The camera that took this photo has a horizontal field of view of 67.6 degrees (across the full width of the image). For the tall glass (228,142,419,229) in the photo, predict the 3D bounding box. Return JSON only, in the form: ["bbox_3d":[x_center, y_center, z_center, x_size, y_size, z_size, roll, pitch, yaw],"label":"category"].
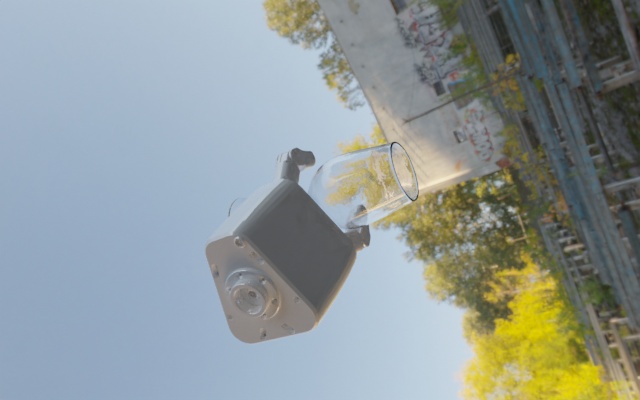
[{"bbox_3d":[0.000,0.002,0.511,0.201,0.079,0.079,-20,-10,27],"label":"tall glass"}]
